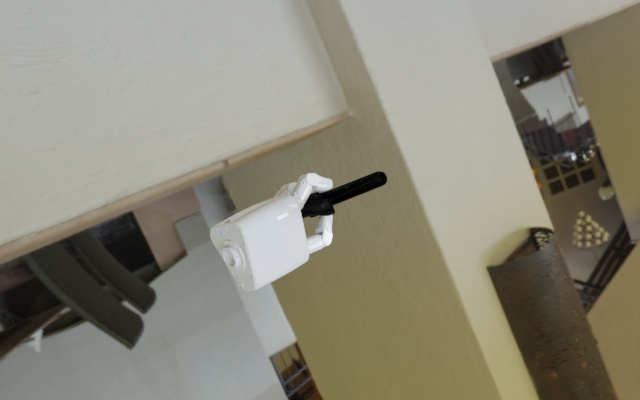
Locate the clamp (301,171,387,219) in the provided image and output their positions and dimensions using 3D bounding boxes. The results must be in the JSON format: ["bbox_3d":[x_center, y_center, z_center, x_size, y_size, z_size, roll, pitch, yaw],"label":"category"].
[{"bbox_3d":[0.000,0.004,0.792,0.164,0.036,0.210,-25,6,-41],"label":"clamp"}]
